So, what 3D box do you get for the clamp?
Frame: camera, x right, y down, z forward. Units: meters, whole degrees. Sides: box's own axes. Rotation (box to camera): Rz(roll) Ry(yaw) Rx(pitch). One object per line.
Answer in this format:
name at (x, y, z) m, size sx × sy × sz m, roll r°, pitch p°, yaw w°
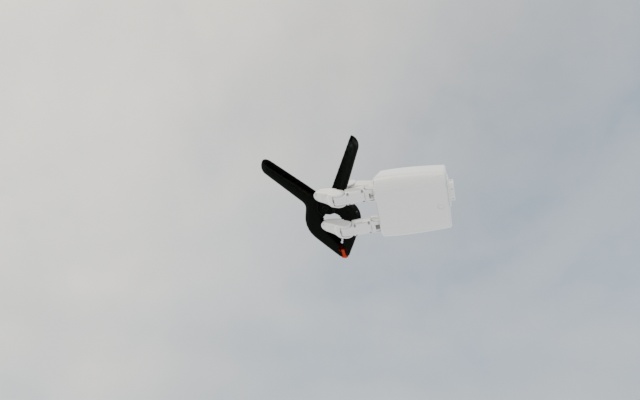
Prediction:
clamp at (0.001, 0.003, 0.787) m, size 0.164 × 0.210 × 0.036 m, roll -6°, pitch 26°, yaw 18°
